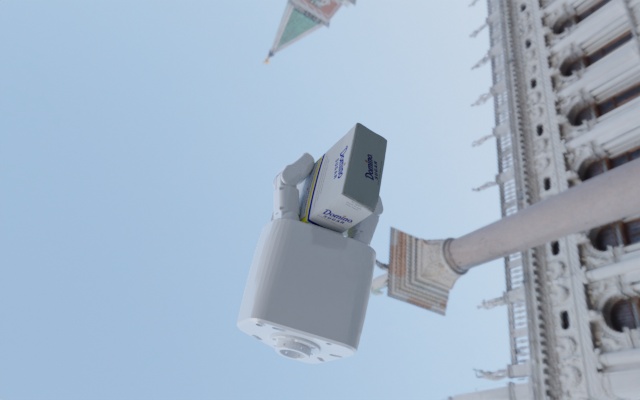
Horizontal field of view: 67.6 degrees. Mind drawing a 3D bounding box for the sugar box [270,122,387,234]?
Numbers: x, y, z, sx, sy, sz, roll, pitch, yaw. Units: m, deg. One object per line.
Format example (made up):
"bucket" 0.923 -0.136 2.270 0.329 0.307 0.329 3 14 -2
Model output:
"sugar box" 0.000 0.002 0.519 0.048 0.093 0.176 29 -36 -21
